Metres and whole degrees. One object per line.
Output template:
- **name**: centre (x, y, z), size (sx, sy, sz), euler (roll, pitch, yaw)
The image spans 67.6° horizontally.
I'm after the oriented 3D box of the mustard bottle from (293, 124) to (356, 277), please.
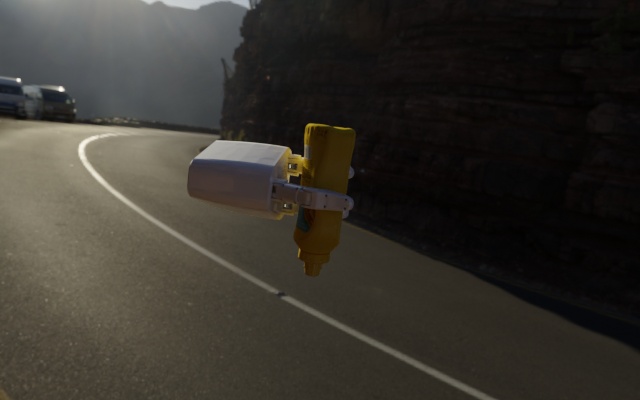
- **mustard bottle**: centre (0.000, 0.002, 0.602), size (0.058, 0.191, 0.096), euler (5, 9, -18)
